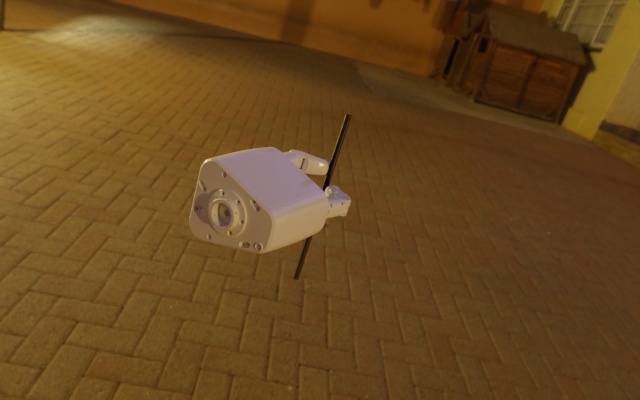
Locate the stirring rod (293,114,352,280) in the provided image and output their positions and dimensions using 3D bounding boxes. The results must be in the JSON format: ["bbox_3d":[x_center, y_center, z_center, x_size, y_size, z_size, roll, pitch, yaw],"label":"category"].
[{"bbox_3d":[0.000,0.002,0.631,0.011,0.240,0.011,16,20,-6],"label":"stirring rod"}]
